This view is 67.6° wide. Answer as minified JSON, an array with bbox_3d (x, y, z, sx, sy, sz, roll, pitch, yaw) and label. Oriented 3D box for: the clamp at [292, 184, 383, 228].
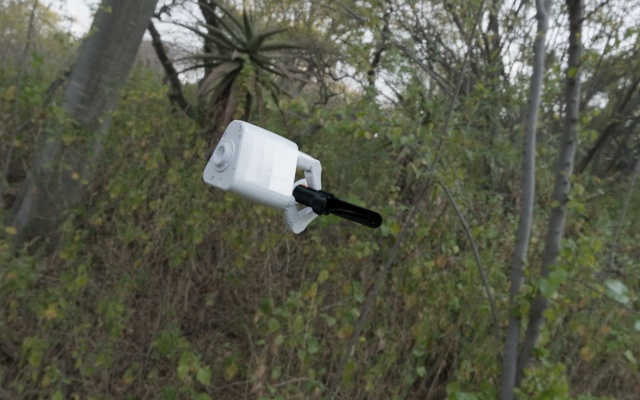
[{"bbox_3d":[0.000,0.002,0.734,0.120,0.039,0.171,21,-2,-42],"label":"clamp"}]
